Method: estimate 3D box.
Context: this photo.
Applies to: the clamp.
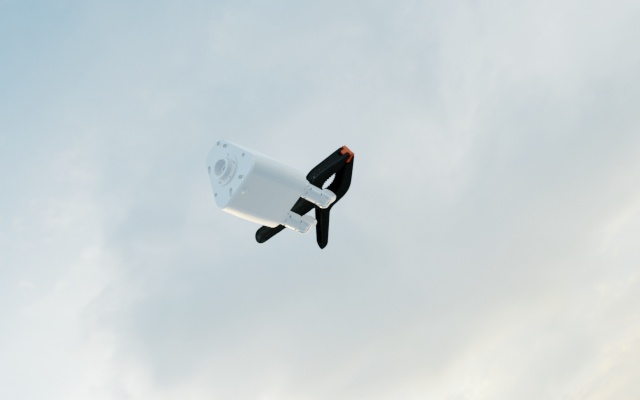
[{"bbox_3d":[0.000,0.002,0.824,0.164,0.210,0.036,20,21,-49],"label":"clamp"}]
